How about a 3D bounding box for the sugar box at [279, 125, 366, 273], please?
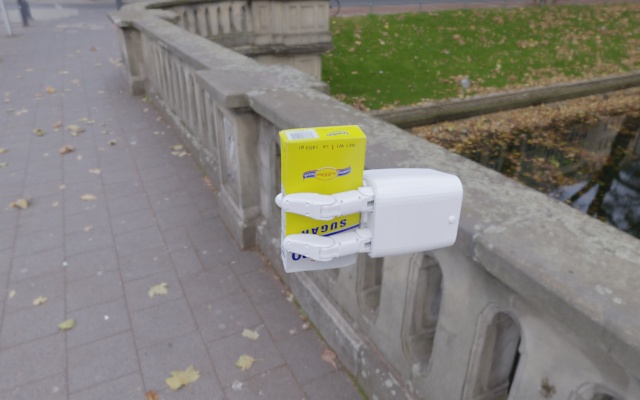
[{"bbox_3d":[0.000,0.002,0.568,0.093,0.176,0.048,-5,28,-11],"label":"sugar box"}]
